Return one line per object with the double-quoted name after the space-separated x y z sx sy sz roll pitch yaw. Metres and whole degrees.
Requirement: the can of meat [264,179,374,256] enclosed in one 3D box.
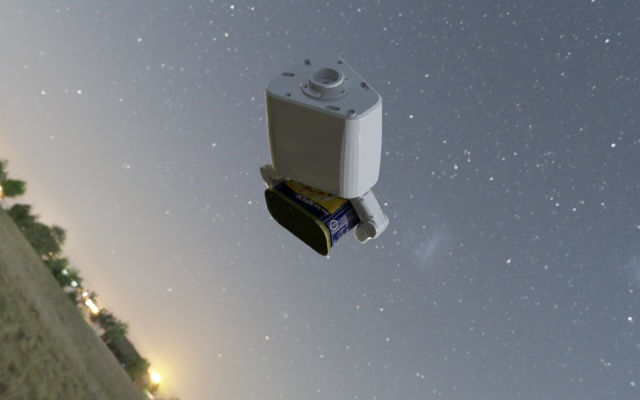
0.000 0.002 0.558 0.102 0.057 0.084 33 58 31 "can of meat"
